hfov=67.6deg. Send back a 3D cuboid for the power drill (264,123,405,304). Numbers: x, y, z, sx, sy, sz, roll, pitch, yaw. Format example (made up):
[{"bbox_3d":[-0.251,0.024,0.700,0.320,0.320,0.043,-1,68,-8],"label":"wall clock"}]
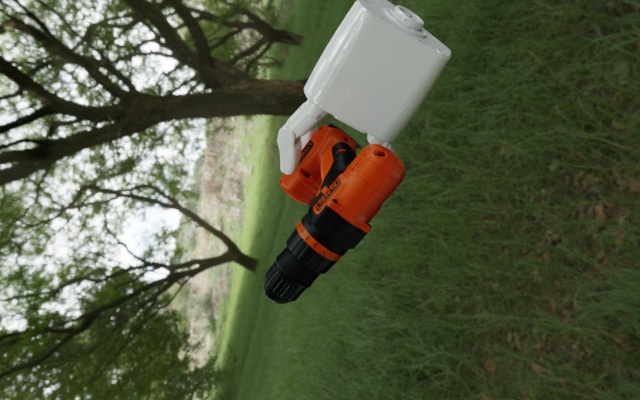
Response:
[{"bbox_3d":[0.000,0.001,0.514,0.057,0.184,0.187,36,13,-22],"label":"power drill"}]
